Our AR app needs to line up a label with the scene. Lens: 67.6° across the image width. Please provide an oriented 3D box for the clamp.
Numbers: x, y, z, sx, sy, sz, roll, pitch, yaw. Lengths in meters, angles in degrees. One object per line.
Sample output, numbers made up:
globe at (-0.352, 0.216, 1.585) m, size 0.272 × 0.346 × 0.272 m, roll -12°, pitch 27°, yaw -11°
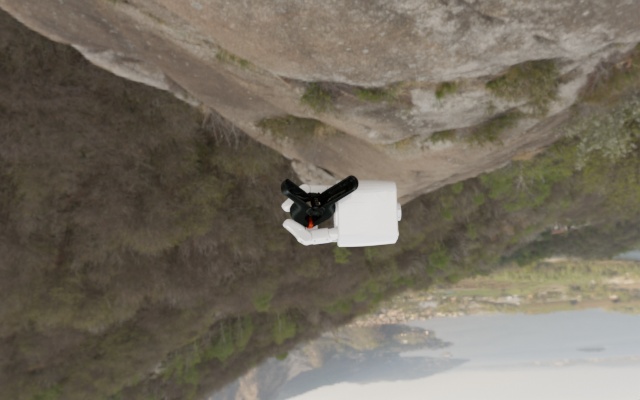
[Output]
clamp at (0.000, 0.003, 0.794) m, size 0.120 × 0.039 × 0.171 m, roll -2°, pitch -21°, yaw 0°
